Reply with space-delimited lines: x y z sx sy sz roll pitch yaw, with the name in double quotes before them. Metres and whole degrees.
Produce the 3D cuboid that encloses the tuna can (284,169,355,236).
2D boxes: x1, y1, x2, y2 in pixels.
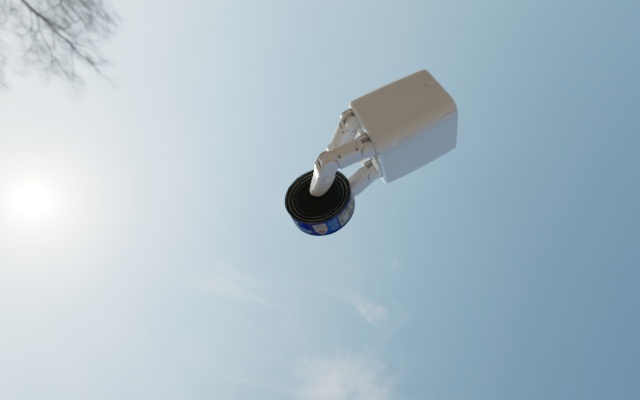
"tuna can" 0.000 0.002 0.606 0.086 0.086 0.034 0 -36 19
